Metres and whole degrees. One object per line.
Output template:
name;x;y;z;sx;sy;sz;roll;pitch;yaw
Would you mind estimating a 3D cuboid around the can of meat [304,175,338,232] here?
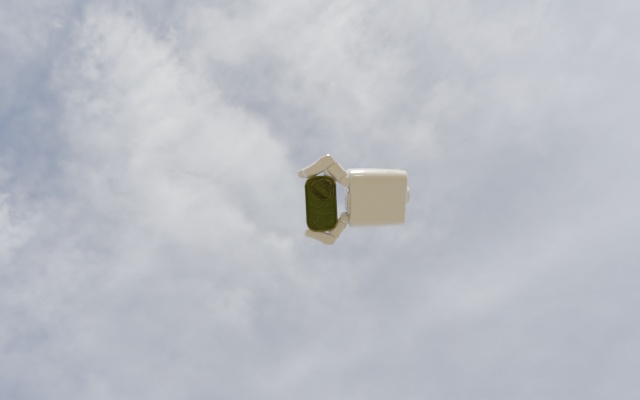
can of meat;0.000;0.003;0.898;0.057;0.102;0.084;-3;5;-1
